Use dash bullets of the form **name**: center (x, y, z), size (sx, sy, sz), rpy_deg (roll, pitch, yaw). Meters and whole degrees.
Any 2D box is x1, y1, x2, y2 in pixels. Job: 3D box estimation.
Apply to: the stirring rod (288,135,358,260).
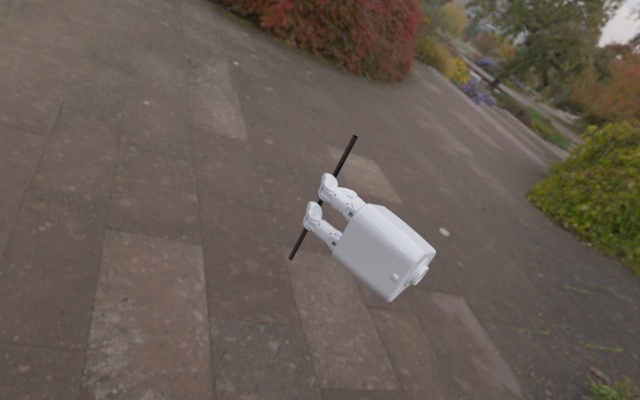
- **stirring rod**: center (0.000, 0.003, 0.742), size (0.011, 0.240, 0.011), rpy_deg (22, 28, -12)
